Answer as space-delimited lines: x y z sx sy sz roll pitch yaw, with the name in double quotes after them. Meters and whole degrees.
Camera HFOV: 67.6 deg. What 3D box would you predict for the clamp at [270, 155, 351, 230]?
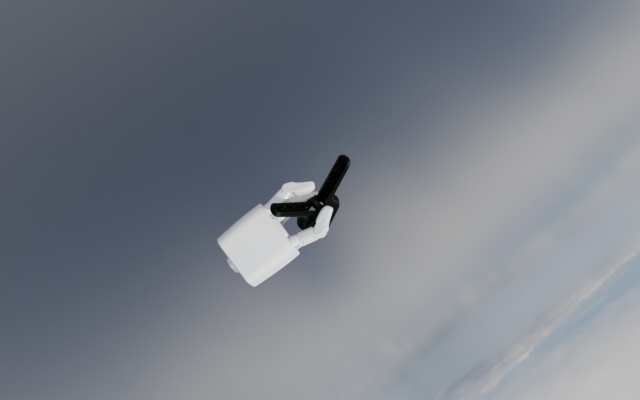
0.001 0.004 0.897 0.164 0.036 0.210 -38 -23 -3 "clamp"
